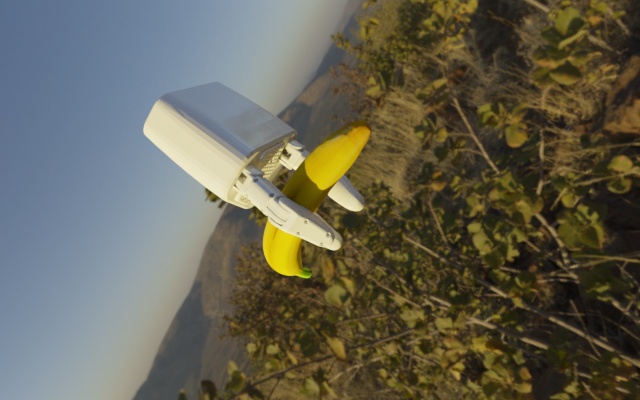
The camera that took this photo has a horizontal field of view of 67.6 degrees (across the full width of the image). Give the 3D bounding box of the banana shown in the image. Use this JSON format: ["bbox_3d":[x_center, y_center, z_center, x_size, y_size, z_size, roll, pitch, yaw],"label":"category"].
[{"bbox_3d":[-0.014,0.008,0.453,0.069,0.198,0.037,-17,52,-41],"label":"banana"}]
